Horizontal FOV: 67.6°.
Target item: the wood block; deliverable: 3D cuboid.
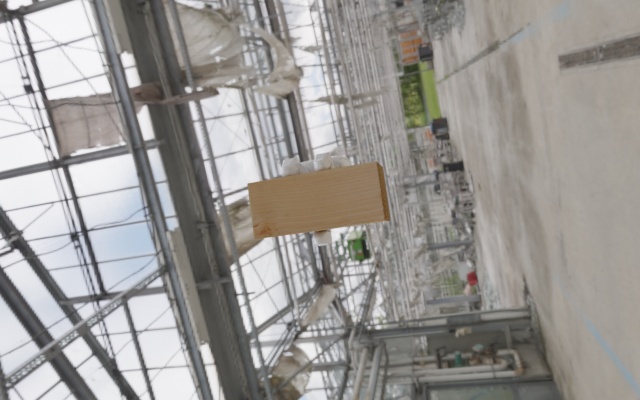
[{"bbox_3d":[0.000,0.003,0.763,0.206,0.091,0.090,-9,-5,13],"label":"wood block"}]
